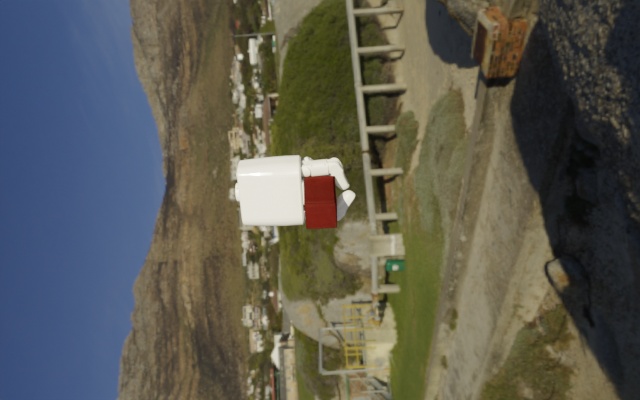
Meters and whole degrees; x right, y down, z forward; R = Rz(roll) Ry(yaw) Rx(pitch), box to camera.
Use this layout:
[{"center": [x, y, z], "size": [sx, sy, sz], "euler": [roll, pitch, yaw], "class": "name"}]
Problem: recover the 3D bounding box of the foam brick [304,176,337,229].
[{"center": [0.000, 0.003, 0.778], "size": [0.051, 0.053, 0.078], "euler": [-2, 36, 0], "class": "foam brick"}]
